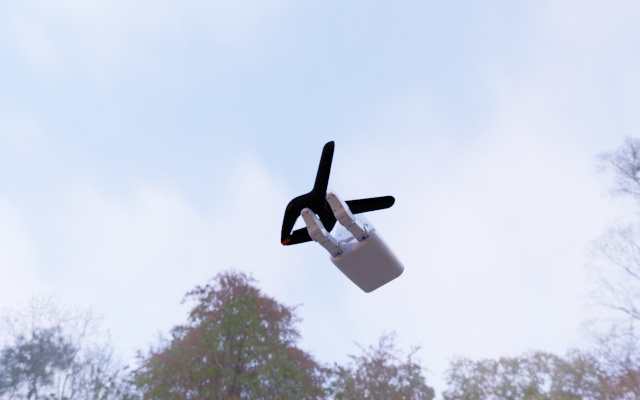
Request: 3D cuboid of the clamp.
[{"bbox_3d":[0.000,0.003,0.821,0.210,0.165,0.036,-33,27,18],"label":"clamp"}]
